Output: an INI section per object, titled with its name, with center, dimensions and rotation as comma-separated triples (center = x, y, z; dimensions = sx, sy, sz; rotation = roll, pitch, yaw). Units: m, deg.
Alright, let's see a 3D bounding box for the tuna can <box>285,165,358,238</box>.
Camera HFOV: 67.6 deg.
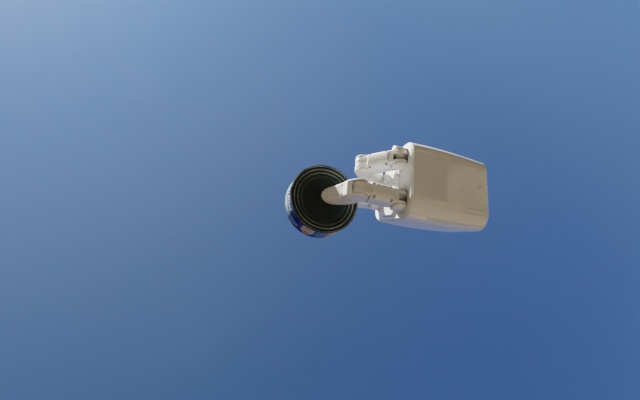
[tuna can]
center = 0.000, 0.002, 0.587
dimensions = 0.086, 0.086, 0.034
rotation = 0, -17, -20
